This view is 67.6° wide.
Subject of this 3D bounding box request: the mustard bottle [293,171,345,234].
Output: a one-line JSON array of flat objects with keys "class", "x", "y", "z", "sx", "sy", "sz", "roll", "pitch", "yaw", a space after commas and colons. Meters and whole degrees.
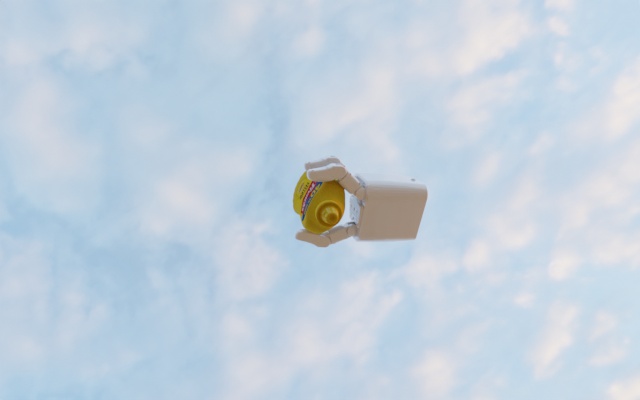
[{"class": "mustard bottle", "x": 0.000, "y": 0.002, "z": 0.788, "sx": 0.058, "sy": 0.096, "sz": 0.191, "roll": 26, "pitch": 8, "yaw": -17}]
